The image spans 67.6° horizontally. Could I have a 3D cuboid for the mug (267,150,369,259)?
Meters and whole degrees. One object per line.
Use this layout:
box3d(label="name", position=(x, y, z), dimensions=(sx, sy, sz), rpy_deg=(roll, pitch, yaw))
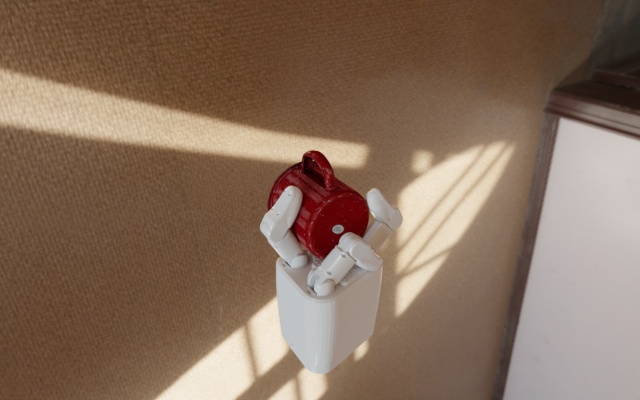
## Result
box3d(label="mug", position=(0.000, 0.001, 0.525), dimensions=(0.093, 0.117, 0.081), rpy_deg=(-16, 32, -27))
